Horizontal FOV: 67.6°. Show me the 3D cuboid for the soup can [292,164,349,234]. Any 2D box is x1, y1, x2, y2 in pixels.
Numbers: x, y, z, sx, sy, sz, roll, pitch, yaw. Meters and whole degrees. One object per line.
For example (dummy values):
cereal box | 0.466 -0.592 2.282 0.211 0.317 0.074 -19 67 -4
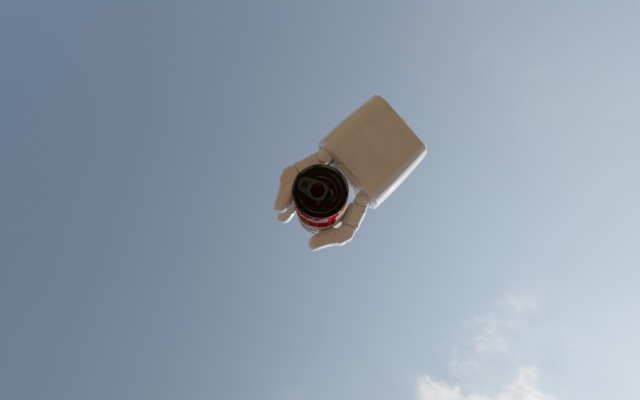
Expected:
soup can | 0.000 0.003 0.612 0.068 0.068 0.102 0 -16 0
